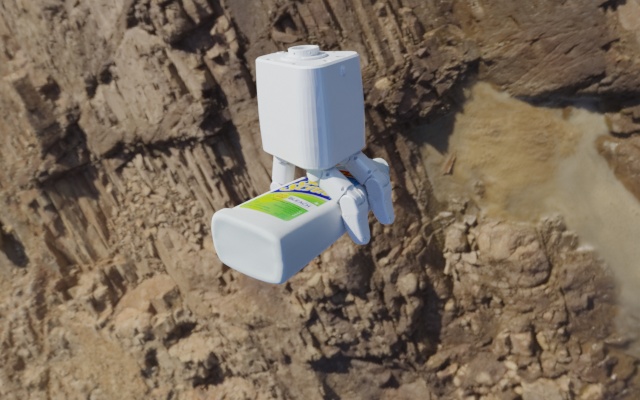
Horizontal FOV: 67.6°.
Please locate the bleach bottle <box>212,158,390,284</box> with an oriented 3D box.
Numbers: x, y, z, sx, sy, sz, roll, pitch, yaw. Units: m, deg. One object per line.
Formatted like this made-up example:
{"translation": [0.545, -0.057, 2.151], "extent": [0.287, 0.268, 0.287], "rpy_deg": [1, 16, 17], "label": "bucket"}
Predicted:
{"translation": [0.000, 0.002, 0.558], "extent": [0.102, 0.068, 0.250], "rpy_deg": [16, 32, 32], "label": "bleach bottle"}
